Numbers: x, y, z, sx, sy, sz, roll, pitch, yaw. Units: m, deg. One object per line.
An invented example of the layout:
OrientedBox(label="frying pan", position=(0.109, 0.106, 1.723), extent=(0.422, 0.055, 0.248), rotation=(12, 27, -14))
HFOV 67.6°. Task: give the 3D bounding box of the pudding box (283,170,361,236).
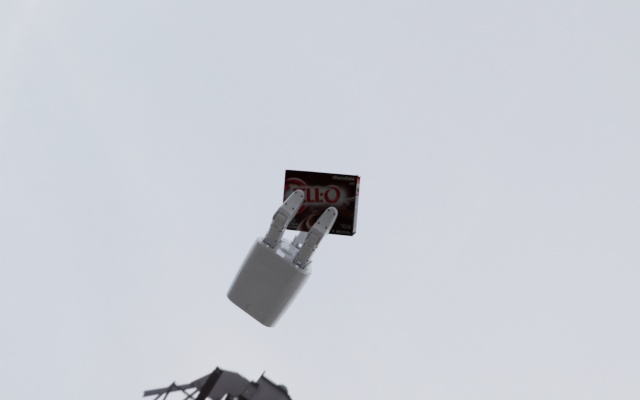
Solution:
OrientedBox(label="pudding box", position=(0.000, 0.002, 0.712), extent=(0.113, 0.090, 0.039), rotation=(5, 4, 11))
